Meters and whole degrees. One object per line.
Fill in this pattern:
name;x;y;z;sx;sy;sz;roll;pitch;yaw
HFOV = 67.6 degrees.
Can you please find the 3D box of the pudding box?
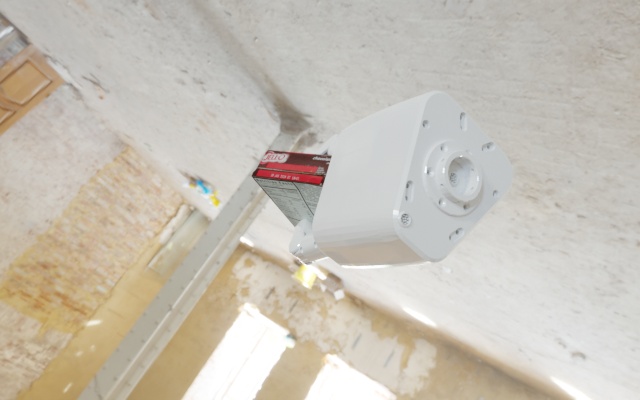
pudding box;0.000;0.002;0.459;0.090;0.039;0.114;10;-32;38
